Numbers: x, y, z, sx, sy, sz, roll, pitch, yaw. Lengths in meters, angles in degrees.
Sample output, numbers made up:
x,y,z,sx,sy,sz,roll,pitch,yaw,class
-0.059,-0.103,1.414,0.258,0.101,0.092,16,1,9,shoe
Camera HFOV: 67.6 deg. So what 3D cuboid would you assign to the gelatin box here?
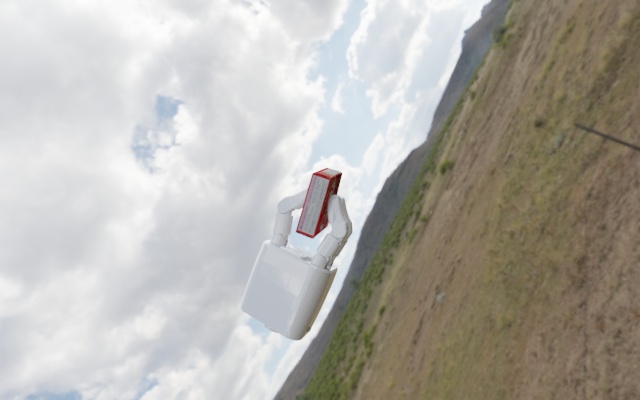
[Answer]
x,y,z,sx,sy,sz,roll,pitch,yaw,class
0.000,0.002,0.670,0.030,0.089,0.073,18,14,12,gelatin box
